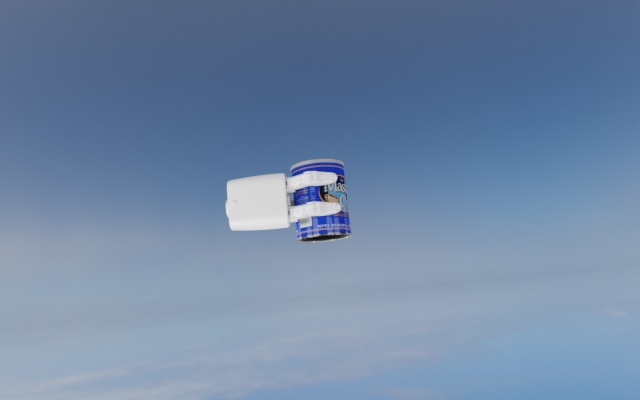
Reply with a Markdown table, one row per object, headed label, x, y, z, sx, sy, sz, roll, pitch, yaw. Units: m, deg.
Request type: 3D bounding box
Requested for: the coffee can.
| label | x | y | z | sx | sy | sz | roll | pitch | yaw |
| --- | --- | --- | --- | --- | --- | --- | --- | --- | --- |
| coffee can | 0.000 | 0.003 | 0.896 | 0.103 | 0.140 | 0.103 | -5 | -11 | -1 |
